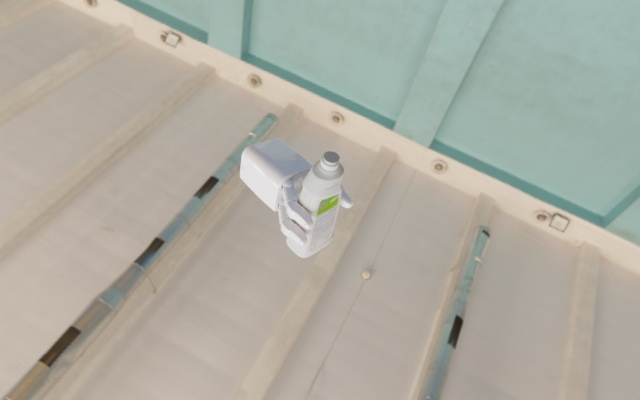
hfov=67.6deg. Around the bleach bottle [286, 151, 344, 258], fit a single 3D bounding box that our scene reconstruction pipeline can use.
[{"bbox_3d":[0.000,0.003,0.889,0.068,0.251,0.102,41,53,20],"label":"bleach bottle"}]
